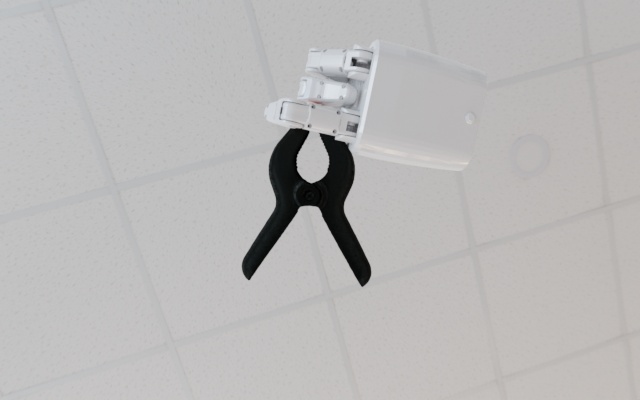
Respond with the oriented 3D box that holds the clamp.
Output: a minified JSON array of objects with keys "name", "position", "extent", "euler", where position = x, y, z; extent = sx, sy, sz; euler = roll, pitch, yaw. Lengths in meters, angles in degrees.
[{"name":"clamp","position":[0.000,0.001,0.442],"extent":[0.120,0.171,0.039],"euler":[11,8,-6]}]
